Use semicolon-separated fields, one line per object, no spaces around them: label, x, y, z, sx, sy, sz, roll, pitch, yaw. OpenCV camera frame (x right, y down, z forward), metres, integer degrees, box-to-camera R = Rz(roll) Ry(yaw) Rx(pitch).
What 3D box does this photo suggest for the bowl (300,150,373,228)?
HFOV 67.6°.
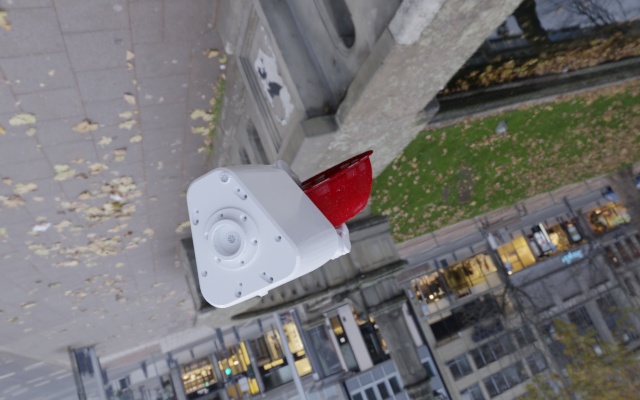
bowl;0.001;0.002;0.555;0.162;0.055;0.162;-28;6;3
